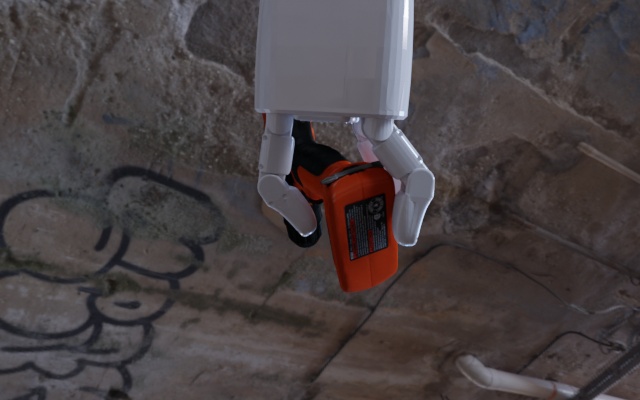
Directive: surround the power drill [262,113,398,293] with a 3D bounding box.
[{"bbox_3d":[0.000,0.001,0.446,0.057,0.184,0.187,-21,33,-17],"label":"power drill"}]
